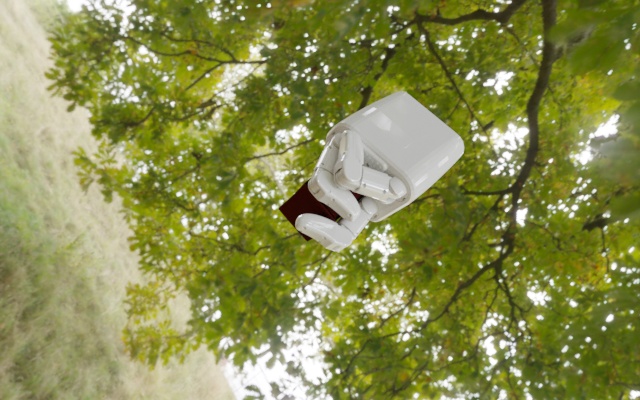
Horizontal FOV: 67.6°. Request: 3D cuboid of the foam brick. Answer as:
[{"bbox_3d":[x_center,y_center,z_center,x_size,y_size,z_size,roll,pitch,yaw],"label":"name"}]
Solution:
[{"bbox_3d":[0.000,0.002,0.527,0.051,0.053,0.078,-41,1,-33],"label":"foam brick"}]
